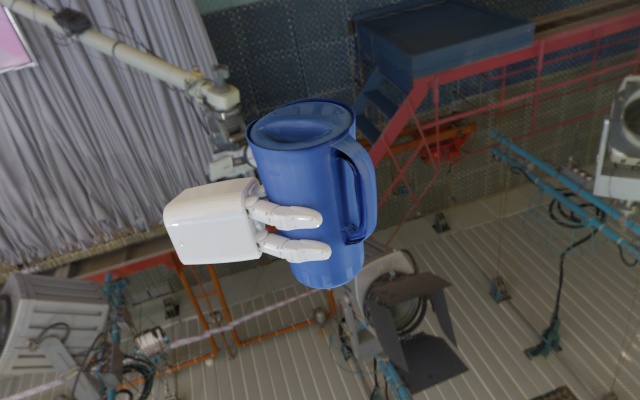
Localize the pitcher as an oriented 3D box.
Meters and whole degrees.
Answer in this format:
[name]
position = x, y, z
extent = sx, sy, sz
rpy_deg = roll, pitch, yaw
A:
[pitcher]
position = 0.000, 0.002, 0.627
extent = 0.145, 0.243, 0.149
rpy_deg = -8, 35, 5
